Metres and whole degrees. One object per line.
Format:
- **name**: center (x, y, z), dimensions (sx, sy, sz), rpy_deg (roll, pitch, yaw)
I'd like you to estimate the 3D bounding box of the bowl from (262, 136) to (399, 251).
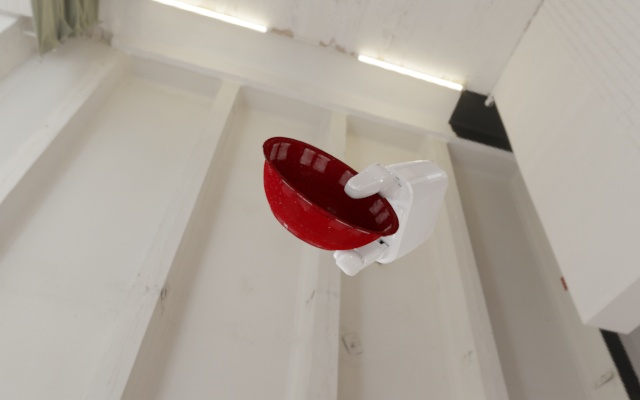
- **bowl**: center (-0.001, 0.002, 0.494), dimensions (0.162, 0.055, 0.162), rpy_deg (29, 22, -13)
